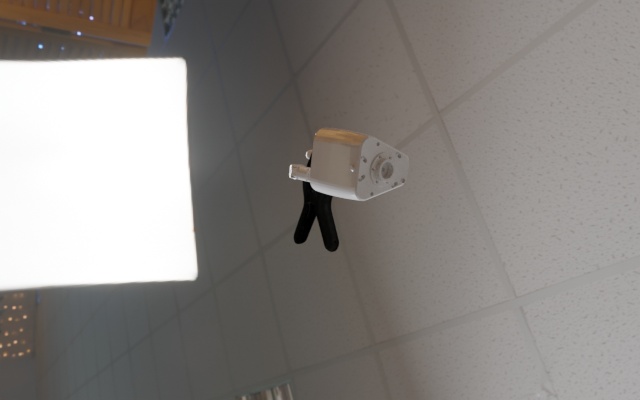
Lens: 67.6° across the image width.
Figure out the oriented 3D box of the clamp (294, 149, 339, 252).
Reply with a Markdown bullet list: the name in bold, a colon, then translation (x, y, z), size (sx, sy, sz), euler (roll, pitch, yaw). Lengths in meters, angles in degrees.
- **clamp**: translation (0.001, 0.002, 0.790), size (0.039, 0.171, 0.120), euler (-1, 12, -38)
